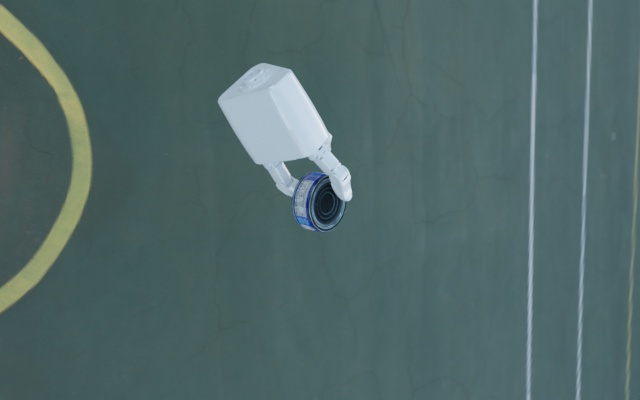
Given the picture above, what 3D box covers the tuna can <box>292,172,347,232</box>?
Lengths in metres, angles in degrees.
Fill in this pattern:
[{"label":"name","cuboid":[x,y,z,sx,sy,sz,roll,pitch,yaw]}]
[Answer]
[{"label":"tuna can","cuboid":[0.001,0.002,0.689,0.034,0.086,0.086,10,7,41]}]
